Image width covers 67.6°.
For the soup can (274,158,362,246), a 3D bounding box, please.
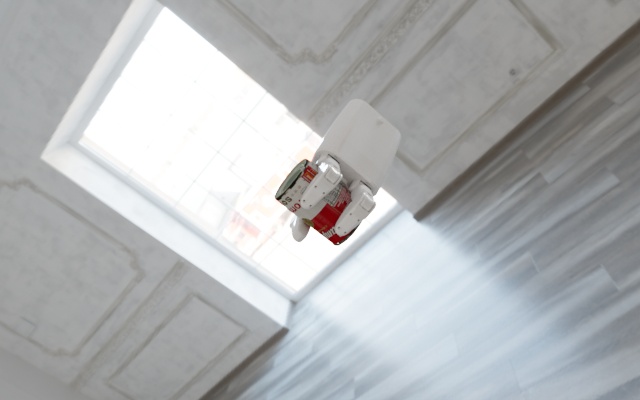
[{"bbox_3d":[0.000,0.002,0.615,0.102,0.068,0.068,38,-11,-14],"label":"soup can"}]
